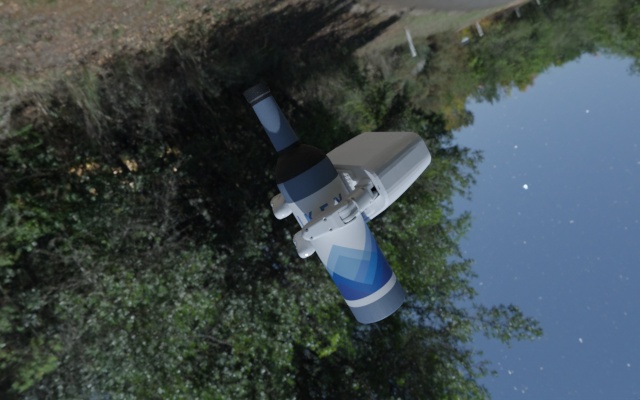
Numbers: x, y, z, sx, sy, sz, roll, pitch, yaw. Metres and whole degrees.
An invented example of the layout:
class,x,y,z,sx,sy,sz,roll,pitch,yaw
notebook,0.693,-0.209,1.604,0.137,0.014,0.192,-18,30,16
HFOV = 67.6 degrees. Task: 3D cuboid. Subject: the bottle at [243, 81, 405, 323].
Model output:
class,x,y,z,sx,sy,sz,roll,pitch,yaw
bottle,0.000,0.002,0.545,0.069,0.296,0.069,-29,11,6
